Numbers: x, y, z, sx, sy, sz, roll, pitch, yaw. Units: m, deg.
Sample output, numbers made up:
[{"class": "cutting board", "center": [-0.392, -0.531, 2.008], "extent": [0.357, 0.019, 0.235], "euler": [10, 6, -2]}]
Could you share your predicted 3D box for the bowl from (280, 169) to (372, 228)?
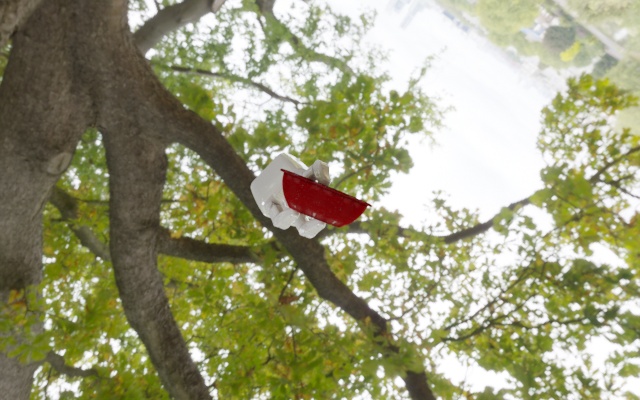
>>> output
[{"class": "bowl", "center": [0.000, 0.003, 0.776], "extent": [0.162, 0.055, 0.162], "euler": [22, 0, 0]}]
